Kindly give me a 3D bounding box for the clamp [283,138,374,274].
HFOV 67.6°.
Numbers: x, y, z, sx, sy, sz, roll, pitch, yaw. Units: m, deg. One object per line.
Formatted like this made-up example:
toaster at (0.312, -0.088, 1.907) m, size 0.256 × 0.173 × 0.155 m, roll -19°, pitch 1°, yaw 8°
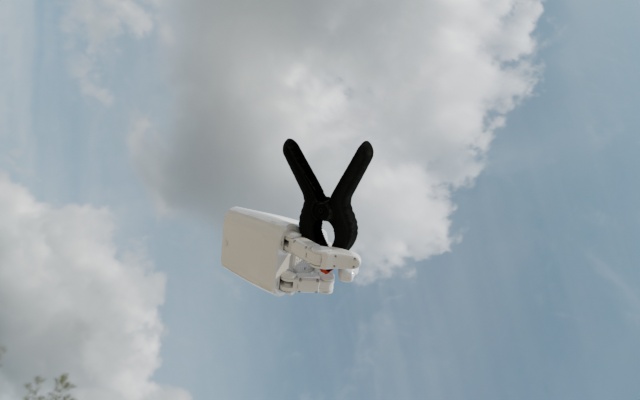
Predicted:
clamp at (0.001, 0.002, 0.589) m, size 0.120 × 0.171 × 0.039 m, roll 18°, pitch 18°, yaw 34°
